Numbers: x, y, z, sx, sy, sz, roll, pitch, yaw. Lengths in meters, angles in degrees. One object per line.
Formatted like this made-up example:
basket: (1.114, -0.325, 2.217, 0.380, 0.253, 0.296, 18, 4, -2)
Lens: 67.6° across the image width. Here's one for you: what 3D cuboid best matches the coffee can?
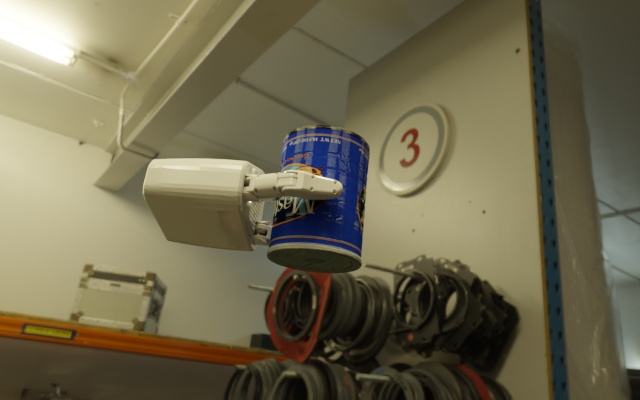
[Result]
coffee can: (0.000, 0.002, 0.538, 0.103, 0.140, 0.103, 6, -21, 2)
